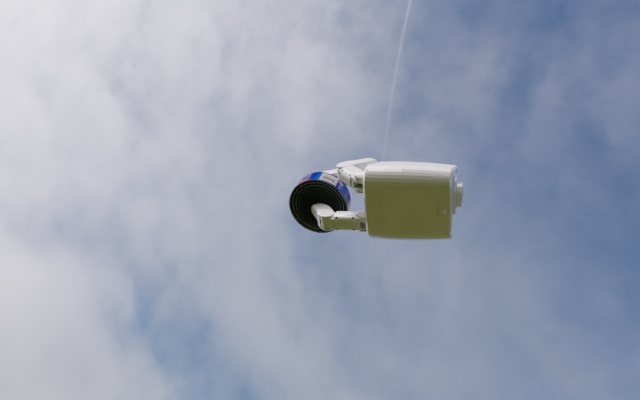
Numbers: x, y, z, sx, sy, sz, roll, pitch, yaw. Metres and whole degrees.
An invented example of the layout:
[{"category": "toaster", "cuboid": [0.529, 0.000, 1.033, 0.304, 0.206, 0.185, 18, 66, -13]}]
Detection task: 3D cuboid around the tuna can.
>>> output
[{"category": "tuna can", "cuboid": [0.000, 0.002, 0.693, 0.086, 0.086, 0.033, 0, 27, 17]}]
